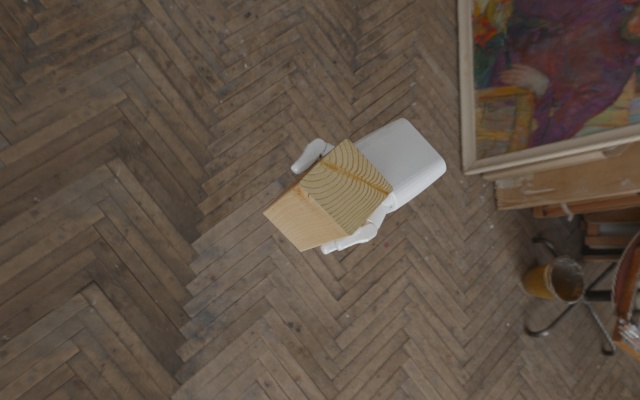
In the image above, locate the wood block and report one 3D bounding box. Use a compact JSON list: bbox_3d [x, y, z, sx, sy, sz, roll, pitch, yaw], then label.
[{"bbox_3d":[0.000,0.002,0.668,0.090,0.091,0.206,-45,5,-21],"label":"wood block"}]
